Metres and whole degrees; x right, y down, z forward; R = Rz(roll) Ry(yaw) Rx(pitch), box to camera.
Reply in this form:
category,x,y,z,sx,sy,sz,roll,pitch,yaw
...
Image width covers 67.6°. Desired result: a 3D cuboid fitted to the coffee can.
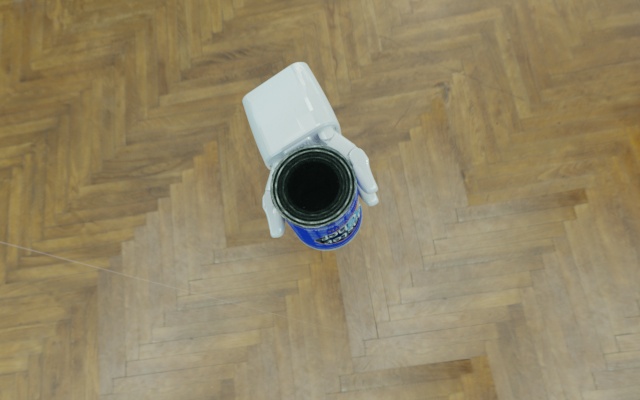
category,x,y,z,sx,sy,sz,roll,pitch,yaw
coffee can,0.000,0.002,0.619,0.103,0.102,0.140,0,-16,8
